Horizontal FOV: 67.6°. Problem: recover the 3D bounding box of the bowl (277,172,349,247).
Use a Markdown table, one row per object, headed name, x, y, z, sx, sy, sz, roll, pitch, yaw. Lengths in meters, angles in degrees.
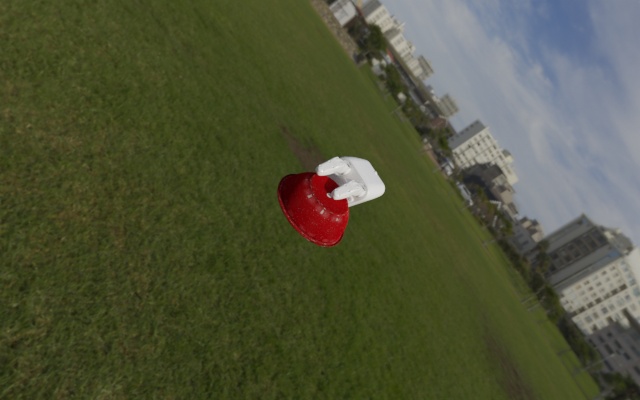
| name | x | y | z | sx | sy | sz | roll | pitch | yaw |
| --- | --- | --- | --- | --- | --- | --- | --- | --- | --- |
| bowl | 0.000 | 0.003 | 0.882 | 0.162 | 0.162 | 0.055 | 0 | -33 | -49 |
